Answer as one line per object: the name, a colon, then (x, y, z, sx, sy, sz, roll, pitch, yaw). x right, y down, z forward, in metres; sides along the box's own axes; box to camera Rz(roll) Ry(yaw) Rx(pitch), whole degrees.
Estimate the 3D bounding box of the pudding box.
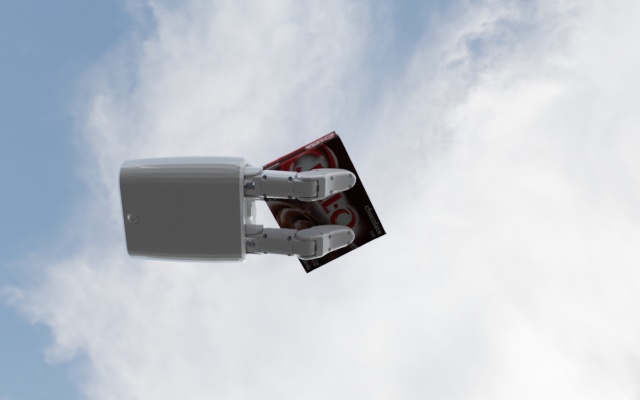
pudding box: (0.000, 0.002, 0.468, 0.090, 0.113, 0.039, -27, 19, 4)
